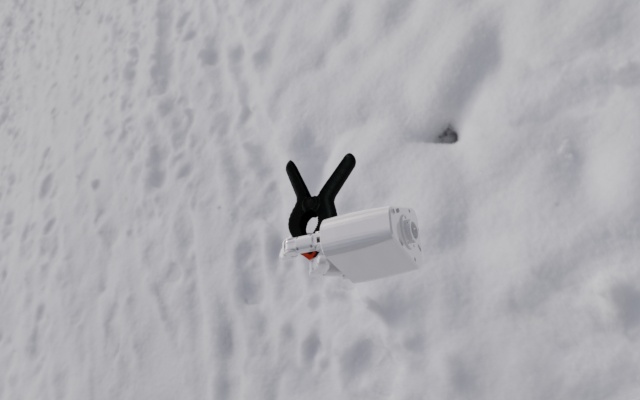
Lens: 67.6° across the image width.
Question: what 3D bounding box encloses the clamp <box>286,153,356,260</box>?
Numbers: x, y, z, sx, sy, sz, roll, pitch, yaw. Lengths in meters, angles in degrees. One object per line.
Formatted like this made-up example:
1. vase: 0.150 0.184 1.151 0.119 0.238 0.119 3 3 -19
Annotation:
1. clamp: 0.000 0.002 0.727 0.120 0.171 0.039 -16 -26 29
